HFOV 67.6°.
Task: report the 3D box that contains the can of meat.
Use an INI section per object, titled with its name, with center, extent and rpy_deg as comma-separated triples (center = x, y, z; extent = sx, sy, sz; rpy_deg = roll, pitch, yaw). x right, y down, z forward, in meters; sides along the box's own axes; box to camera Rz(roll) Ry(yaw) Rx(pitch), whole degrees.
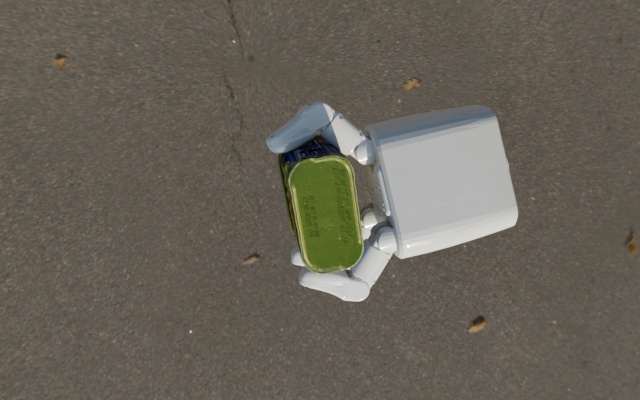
[can of meat]
center = 0.000, 0.001, 0.407
extent = 0.057, 0.102, 0.084
rpy_deg = -11, 17, -5
